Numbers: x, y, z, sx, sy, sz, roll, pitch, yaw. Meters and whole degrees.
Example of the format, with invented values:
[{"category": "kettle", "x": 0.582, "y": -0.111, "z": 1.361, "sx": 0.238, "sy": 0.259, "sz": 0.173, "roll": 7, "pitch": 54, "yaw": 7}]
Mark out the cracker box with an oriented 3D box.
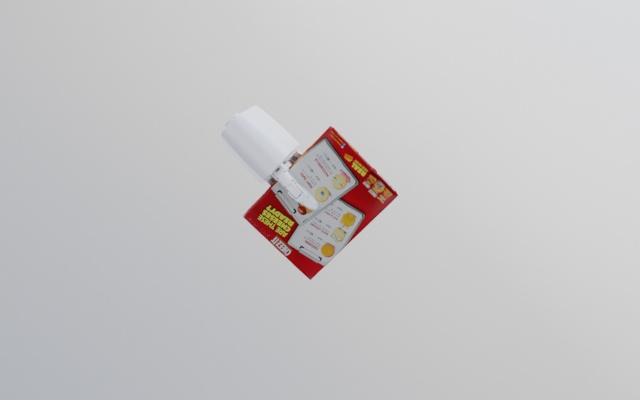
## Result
[{"category": "cracker box", "x": 0.000, "y": 0.003, "z": 0.831, "sx": 0.164, "sy": 0.214, "sz": 0.072, "roll": 44, "pitch": 8, "yaw": -6}]
